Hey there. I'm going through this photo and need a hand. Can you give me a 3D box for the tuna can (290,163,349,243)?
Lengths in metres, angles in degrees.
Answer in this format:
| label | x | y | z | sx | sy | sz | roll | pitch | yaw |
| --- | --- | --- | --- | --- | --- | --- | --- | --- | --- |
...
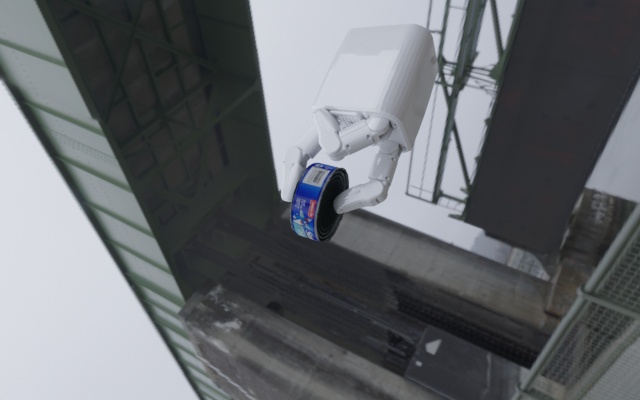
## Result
| label | x | y | z | sx | sy | sz | roll | pitch | yaw |
| --- | --- | --- | --- | --- | --- | --- | --- | --- | --- |
| tuna can | 0.000 | 0.002 | 0.530 | 0.034 | 0.086 | 0.086 | 15 | 6 | 21 |
